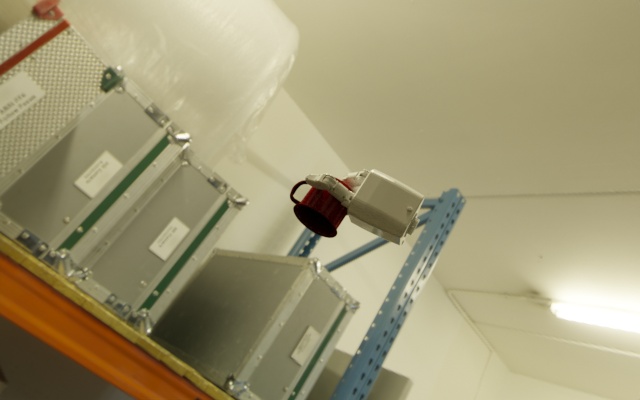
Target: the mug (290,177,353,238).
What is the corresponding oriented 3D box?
[{"bbox_3d":[-0.001,0.002,0.878,0.117,0.081,0.093,29,-26,13],"label":"mug"}]
